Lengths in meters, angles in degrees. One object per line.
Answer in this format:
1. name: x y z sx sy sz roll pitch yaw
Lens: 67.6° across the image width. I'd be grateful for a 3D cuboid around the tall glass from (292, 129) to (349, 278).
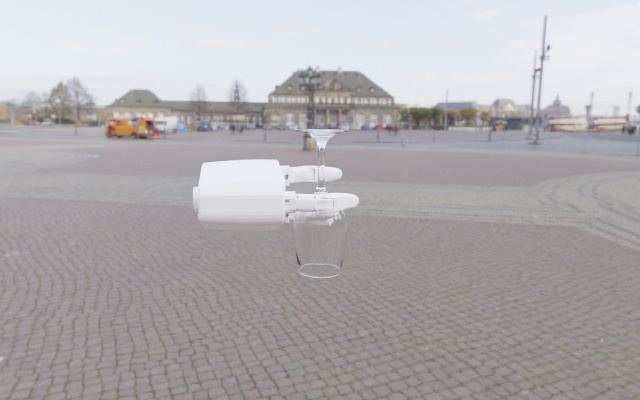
1. tall glass: 0.000 0.002 0.664 0.079 0.201 0.079 1 9 0
